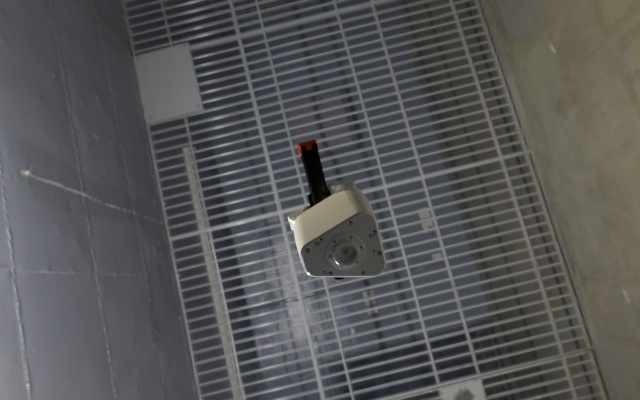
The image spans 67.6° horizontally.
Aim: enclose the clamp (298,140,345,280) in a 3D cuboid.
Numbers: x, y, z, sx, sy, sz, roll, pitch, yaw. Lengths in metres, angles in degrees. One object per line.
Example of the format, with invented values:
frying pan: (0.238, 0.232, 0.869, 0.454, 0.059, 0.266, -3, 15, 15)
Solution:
clamp: (-0.001, 0.002, 0.769, 0.036, 0.210, 0.164, -14, 18, -2)
